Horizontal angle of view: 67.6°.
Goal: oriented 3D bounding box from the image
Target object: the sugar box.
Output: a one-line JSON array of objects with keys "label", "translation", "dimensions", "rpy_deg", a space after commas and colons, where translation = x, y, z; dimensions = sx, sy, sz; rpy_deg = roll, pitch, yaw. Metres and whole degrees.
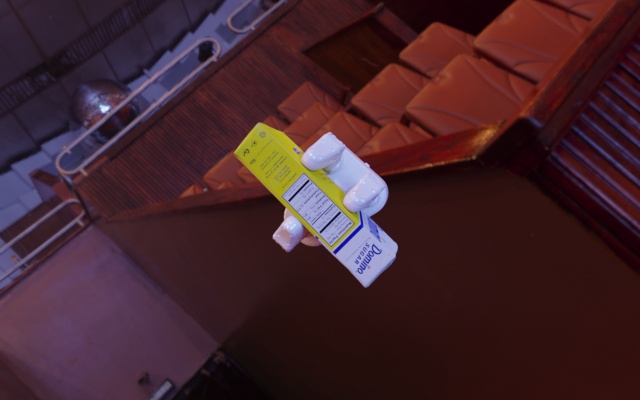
[{"label": "sugar box", "translation": [0.000, 0.001, 0.473], "dimensions": [0.176, 0.048, 0.093], "rpy_deg": [42, 9, 5]}]
